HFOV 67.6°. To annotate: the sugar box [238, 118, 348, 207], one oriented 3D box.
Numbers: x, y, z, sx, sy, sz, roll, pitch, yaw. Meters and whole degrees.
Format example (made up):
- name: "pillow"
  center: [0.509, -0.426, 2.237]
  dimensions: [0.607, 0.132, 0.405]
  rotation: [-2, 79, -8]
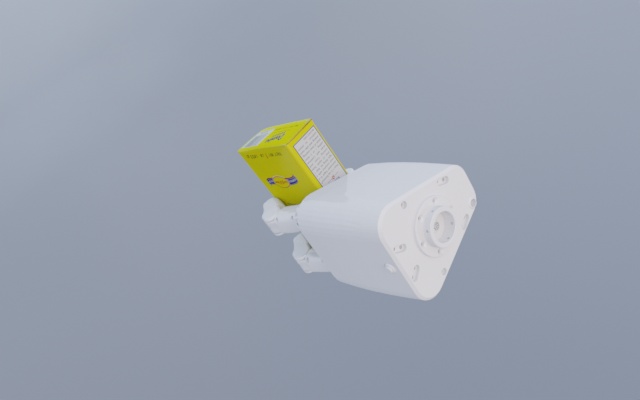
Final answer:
- name: "sugar box"
  center: [0.000, 0.002, 0.494]
  dimensions: [0.048, 0.176, 0.093]
  rotation: [-47, 27, -26]
